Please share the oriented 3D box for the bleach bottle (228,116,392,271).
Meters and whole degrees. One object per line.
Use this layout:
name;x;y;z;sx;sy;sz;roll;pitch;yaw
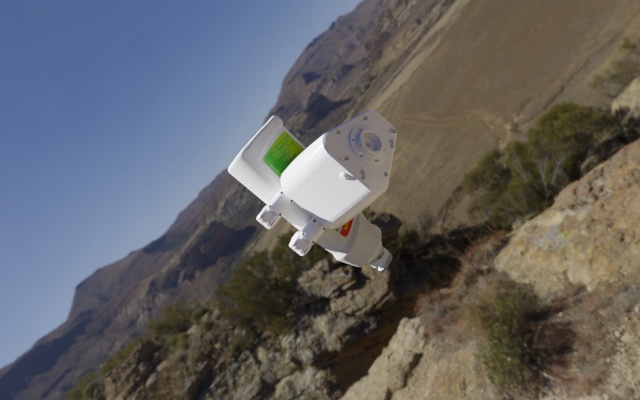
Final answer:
bleach bottle;0.000;0.002;0.658;0.251;0.102;0.068;40;-38;-8
